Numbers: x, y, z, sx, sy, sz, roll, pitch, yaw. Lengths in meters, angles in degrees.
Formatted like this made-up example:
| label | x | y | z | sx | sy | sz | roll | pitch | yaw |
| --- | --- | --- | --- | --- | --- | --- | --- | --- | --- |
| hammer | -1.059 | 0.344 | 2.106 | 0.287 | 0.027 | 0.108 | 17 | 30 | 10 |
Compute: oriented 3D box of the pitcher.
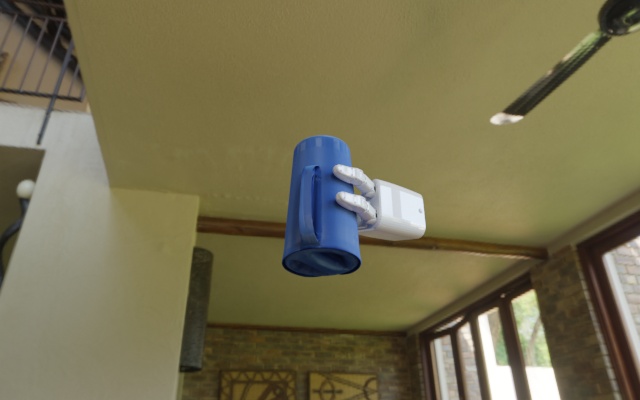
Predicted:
| label | x | y | z | sx | sy | sz | roll | pitch | yaw |
| --- | --- | --- | --- | --- | --- | --- | --- | --- | --- |
| pitcher | 0.000 | 0.003 | 0.845 | 0.145 | 0.242 | 0.149 | 15 | -33 | -25 |
